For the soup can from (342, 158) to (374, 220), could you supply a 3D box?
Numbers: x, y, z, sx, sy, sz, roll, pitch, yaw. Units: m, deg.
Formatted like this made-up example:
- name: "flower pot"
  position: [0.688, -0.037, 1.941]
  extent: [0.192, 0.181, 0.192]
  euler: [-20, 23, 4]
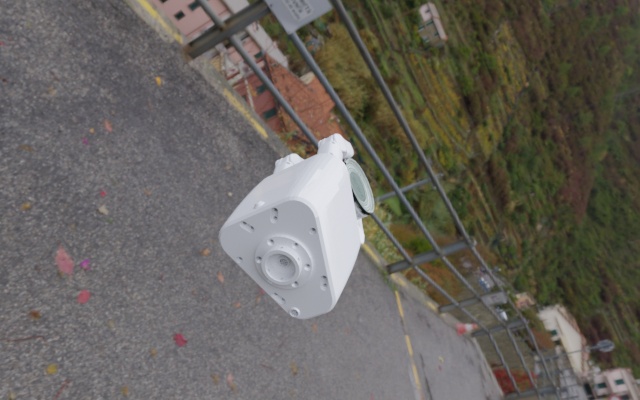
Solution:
- name: "soup can"
  position: [0.001, 0.002, 0.533]
  extent: [0.102, 0.068, 0.068]
  euler: [-23, -9, 22]
